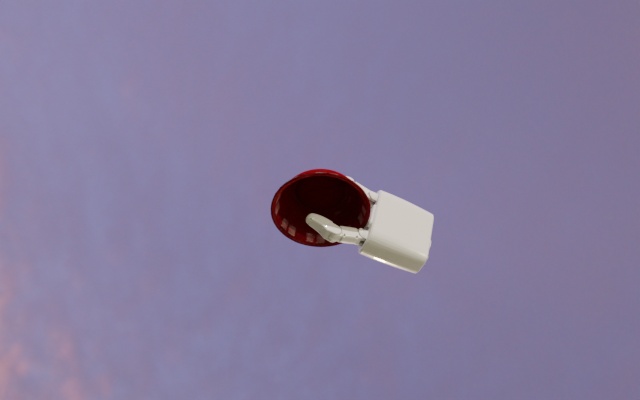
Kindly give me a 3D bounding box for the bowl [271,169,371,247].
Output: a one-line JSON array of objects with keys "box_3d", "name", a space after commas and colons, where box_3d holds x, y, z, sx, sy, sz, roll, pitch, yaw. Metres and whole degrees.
[{"box_3d": [-0.001, 0.002, 0.787, 0.162, 0.162, 0.055, 0, 41, 0], "name": "bowl"}]
